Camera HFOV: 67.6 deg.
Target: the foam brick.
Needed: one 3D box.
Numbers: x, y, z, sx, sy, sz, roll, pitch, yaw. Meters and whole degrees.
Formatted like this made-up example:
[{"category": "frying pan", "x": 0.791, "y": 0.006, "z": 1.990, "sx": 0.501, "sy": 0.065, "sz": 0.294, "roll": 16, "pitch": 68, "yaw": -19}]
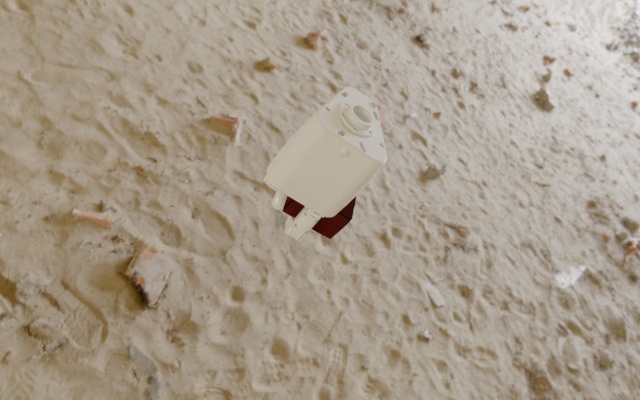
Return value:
[{"category": "foam brick", "x": 0.000, "y": 0.002, "z": 0.614, "sx": 0.078, "sy": 0.053, "sz": 0.051, "roll": 31, "pitch": -48, "yaw": -15}]
